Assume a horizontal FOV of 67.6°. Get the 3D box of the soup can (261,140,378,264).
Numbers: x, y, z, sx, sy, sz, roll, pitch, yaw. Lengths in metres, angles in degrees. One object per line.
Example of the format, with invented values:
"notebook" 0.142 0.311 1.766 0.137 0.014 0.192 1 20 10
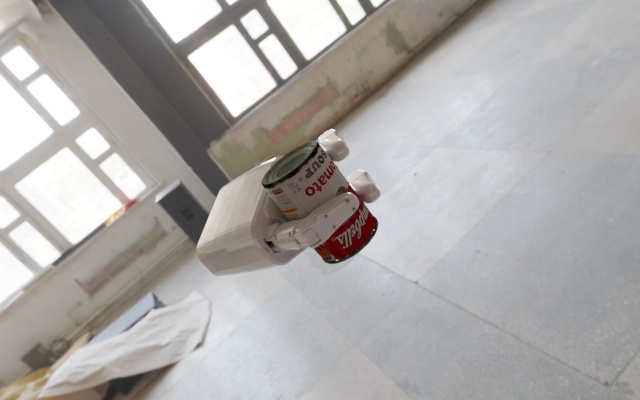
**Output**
"soup can" 0.000 0.001 0.459 0.068 0.102 0.068 -33 21 14
